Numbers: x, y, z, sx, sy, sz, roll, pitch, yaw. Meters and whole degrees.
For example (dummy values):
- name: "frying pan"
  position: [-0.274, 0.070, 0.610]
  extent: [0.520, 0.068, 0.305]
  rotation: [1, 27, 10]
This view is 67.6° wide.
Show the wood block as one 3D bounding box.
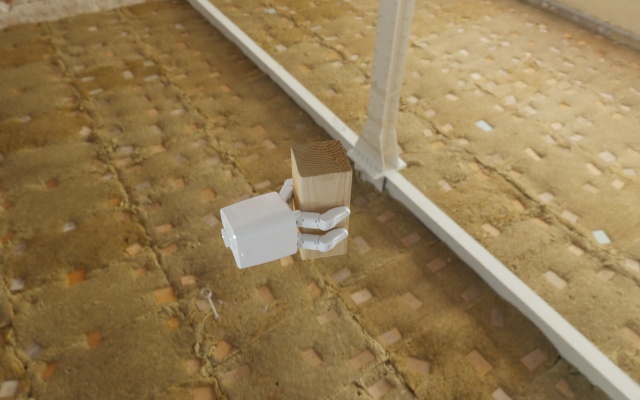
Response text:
- name: "wood block"
  position: [0.000, 0.003, 0.869]
  extent: [0.090, 0.206, 0.090]
  rotation: [-8, 44, -9]
